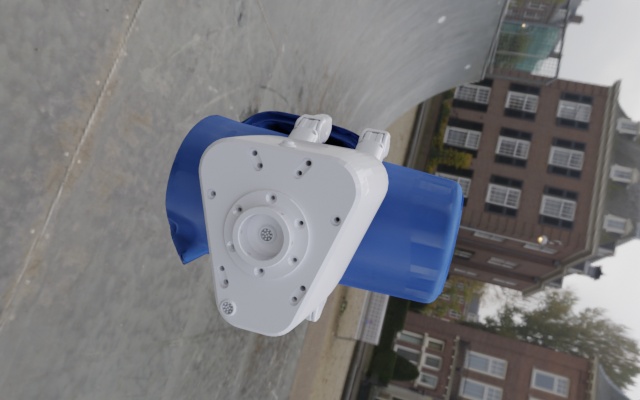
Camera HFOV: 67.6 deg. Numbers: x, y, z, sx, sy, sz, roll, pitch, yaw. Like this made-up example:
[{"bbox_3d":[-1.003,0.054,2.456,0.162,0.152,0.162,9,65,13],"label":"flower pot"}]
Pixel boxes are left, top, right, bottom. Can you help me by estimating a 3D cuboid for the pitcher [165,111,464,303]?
[{"bbox_3d":[0.000,0.002,0.440,0.243,0.149,0.145,13,9,12],"label":"pitcher"}]
